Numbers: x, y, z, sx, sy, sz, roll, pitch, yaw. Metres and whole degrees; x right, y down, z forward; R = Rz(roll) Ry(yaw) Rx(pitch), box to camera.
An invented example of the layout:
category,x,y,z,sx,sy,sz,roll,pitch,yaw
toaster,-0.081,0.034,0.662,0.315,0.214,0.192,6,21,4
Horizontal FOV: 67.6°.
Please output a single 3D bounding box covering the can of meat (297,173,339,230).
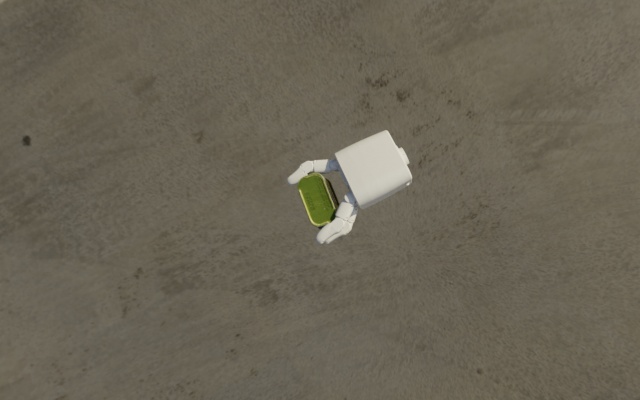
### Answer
category,x,y,z,sx,sy,sz,roll,pitch,yaw
can of meat,0.000,0.003,0.885,0.057,0.102,0.084,-23,-9,6
